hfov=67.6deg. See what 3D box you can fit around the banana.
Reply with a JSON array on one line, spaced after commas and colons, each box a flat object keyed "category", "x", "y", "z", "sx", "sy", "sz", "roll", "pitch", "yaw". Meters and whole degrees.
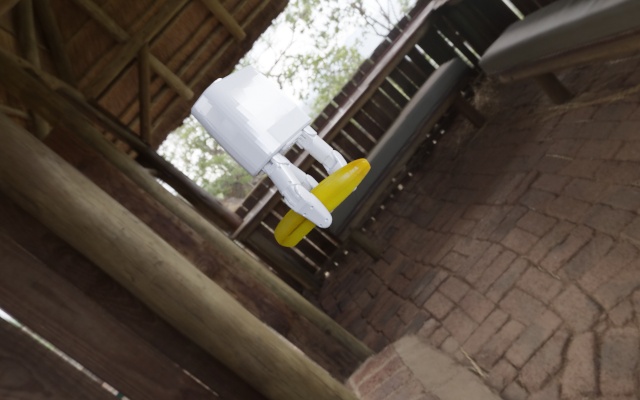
[{"category": "banana", "x": -0.012, "y": 0.013, "z": 0.599, "sx": 0.069, "sy": 0.037, "sz": 0.198, "roll": -42, "pitch": -2, "yaw": -42}]
